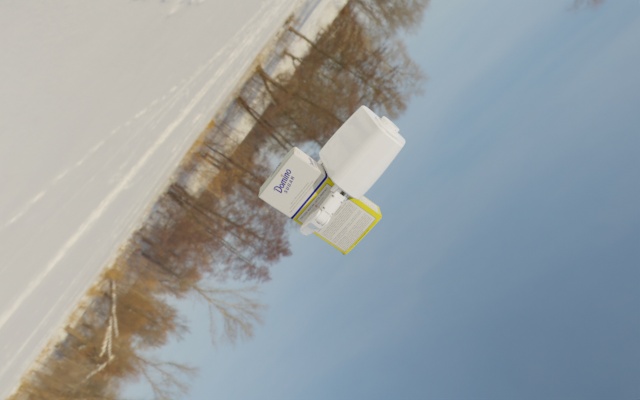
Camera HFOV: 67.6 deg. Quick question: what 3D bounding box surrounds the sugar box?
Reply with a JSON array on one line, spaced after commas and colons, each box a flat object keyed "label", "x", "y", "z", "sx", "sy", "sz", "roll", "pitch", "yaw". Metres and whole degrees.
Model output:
[{"label": "sugar box", "x": 0.000, "y": 0.002, "z": 0.757, "sx": 0.176, "sy": 0.093, "sz": 0.048, "roll": 36, "pitch": 19, "yaw": -15}]
